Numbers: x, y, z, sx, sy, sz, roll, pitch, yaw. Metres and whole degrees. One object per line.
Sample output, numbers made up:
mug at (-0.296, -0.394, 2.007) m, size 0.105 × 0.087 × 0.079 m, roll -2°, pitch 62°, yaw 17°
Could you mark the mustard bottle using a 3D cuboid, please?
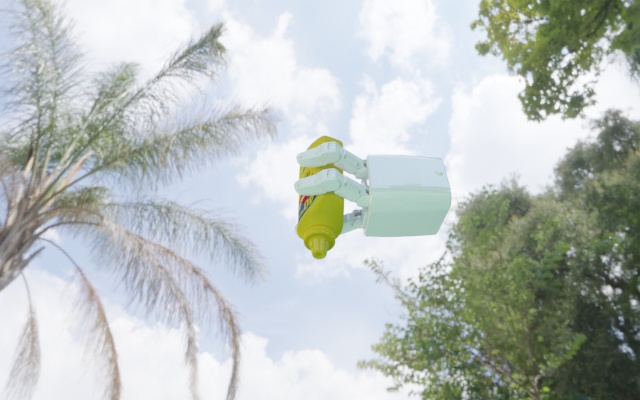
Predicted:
mustard bottle at (0.000, 0.002, 0.658) m, size 0.058 × 0.191 × 0.096 m, roll 19°, pitch -49°, yaw -17°
